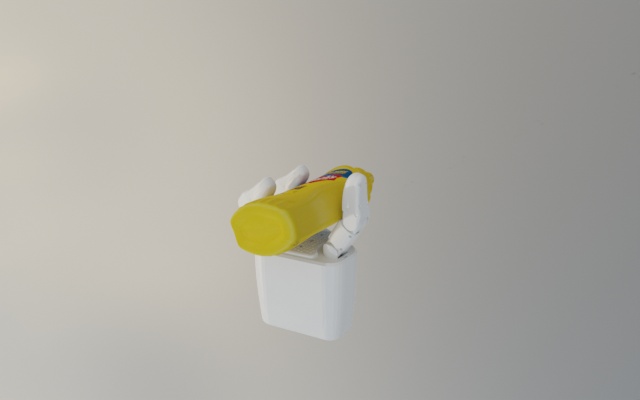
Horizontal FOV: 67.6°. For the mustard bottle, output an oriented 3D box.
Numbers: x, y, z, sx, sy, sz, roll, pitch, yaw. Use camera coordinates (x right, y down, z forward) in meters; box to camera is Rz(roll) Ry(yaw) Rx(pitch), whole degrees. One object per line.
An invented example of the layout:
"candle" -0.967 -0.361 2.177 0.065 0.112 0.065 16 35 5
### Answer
"mustard bottle" 0.000 0.002 0.535 0.096 0.058 0.191 -13 8 44
